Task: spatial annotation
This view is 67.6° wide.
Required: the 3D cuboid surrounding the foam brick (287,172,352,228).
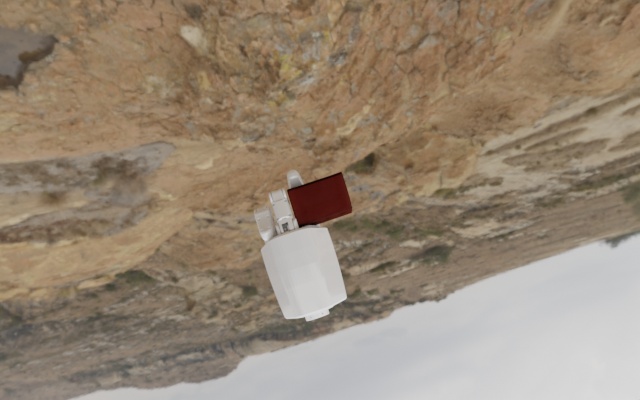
[{"bbox_3d":[0.000,0.002,0.649,0.078,0.051,0.053,-19,-11,-1],"label":"foam brick"}]
